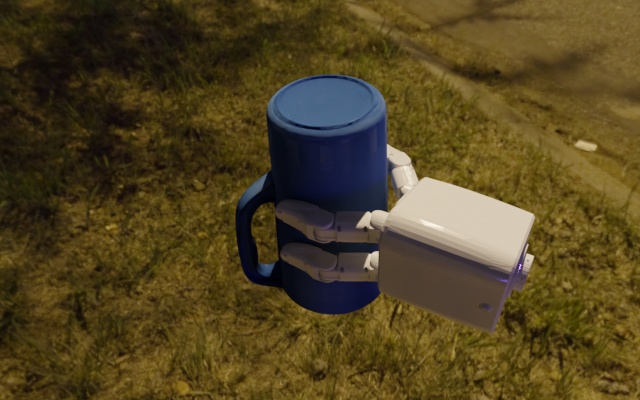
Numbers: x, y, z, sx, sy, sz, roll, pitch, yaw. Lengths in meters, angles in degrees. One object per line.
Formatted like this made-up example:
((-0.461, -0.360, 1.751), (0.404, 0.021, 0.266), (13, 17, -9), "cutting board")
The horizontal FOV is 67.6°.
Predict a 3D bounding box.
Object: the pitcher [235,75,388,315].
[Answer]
((0.000, 0.002, 0.500), (0.145, 0.243, 0.149), (22, 49, 25), "pitcher")
